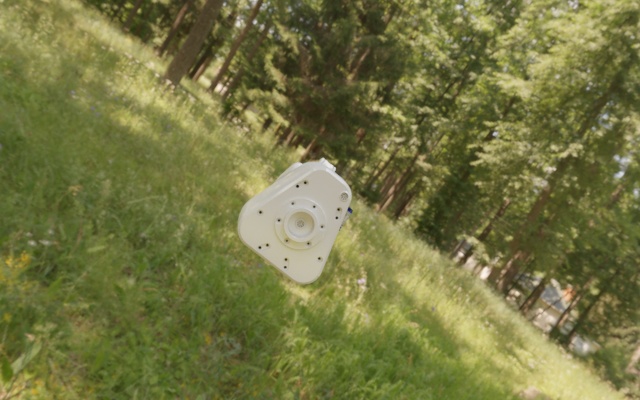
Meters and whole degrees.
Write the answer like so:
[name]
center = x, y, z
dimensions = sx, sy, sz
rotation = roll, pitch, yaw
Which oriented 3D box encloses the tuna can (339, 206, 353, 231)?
[tuna can]
center = 0.000, 0.002, 0.630
dimensions = 0.086, 0.034, 0.086
rotation = 36, -1, 1
